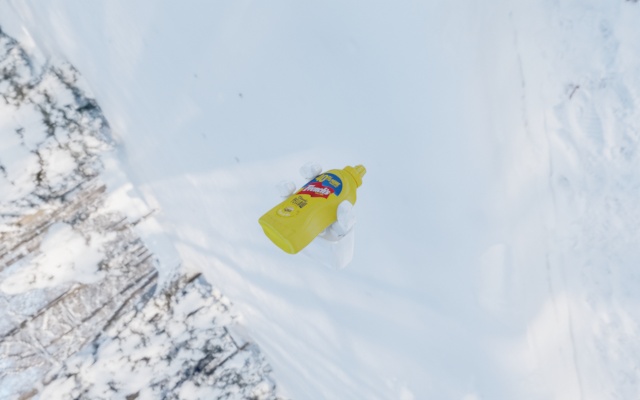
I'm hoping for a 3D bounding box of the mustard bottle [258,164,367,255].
[{"bbox_3d":[0.000,0.002,0.761,0.191,0.058,0.096,-38,35,-20],"label":"mustard bottle"}]
